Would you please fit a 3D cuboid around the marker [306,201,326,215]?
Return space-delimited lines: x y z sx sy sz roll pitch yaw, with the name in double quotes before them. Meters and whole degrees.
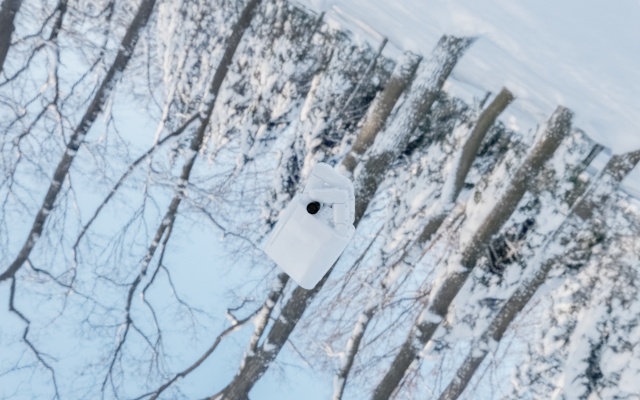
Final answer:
"marker" 0.000 0.002 0.755 0.020 0.020 0.121 0 10 13
